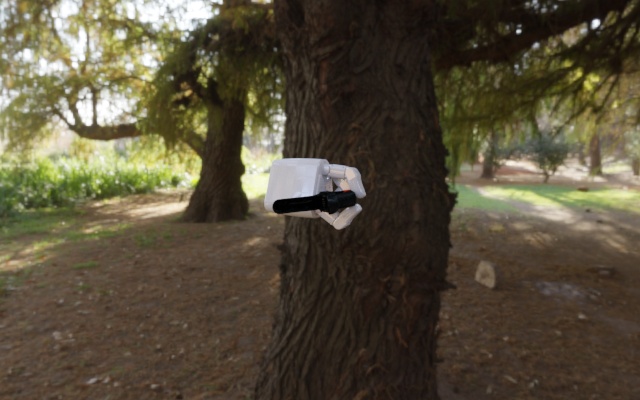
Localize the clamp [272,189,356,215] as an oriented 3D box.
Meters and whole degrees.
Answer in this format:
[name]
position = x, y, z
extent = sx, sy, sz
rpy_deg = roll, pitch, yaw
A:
[clamp]
position = 0.000, 0.002, 0.823
extent = 0.120, 0.039, 0.171
rpy_deg = 5, 6, 23
